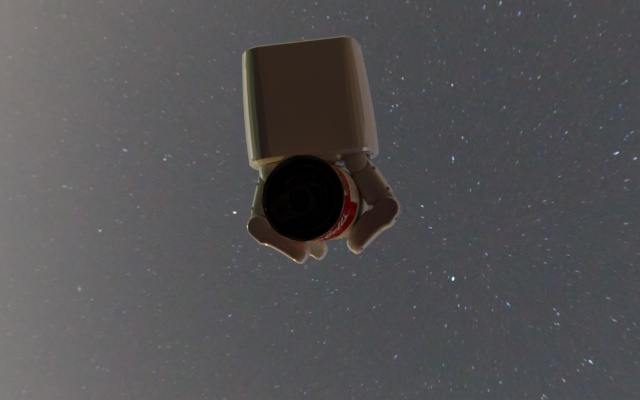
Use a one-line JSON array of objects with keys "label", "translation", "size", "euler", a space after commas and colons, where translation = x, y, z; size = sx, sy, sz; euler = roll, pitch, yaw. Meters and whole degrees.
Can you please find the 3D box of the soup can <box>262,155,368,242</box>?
[{"label": "soup can", "translation": [0.000, 0.002, 0.417], "size": [0.068, 0.068, 0.102], "euler": [0, -4, 17]}]
